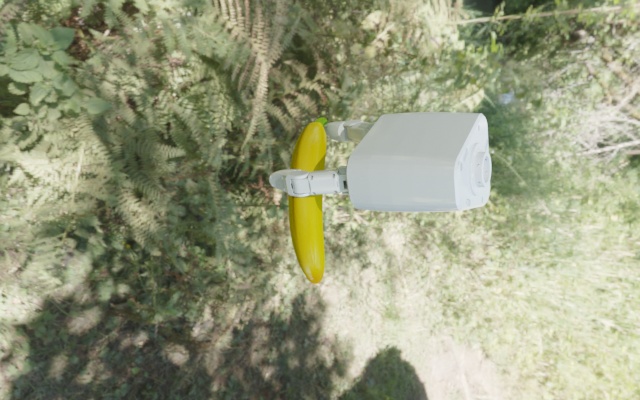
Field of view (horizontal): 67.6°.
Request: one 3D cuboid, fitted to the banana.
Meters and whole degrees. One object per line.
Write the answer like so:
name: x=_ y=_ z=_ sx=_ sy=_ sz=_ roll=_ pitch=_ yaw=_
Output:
banana: x=-0.009 y=-0.003 z=0.536 sx=0.037 sy=0.198 sz=0.069 roll=2 pitch=-4 yaw=31
